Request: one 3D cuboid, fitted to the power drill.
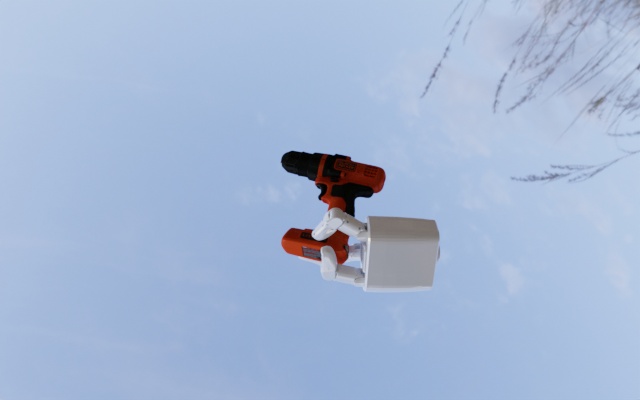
[{"bbox_3d":[0.000,0.003,0.782,0.184,0.187,0.057,12,-30,13],"label":"power drill"}]
